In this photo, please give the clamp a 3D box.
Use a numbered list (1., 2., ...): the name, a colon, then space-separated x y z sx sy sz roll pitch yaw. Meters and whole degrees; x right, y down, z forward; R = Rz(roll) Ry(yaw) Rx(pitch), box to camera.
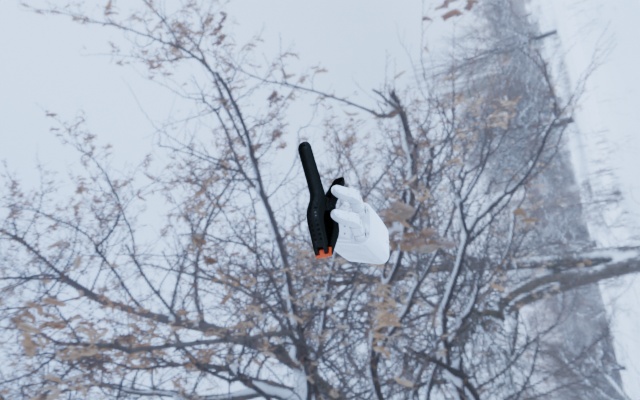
1. clamp: 0.000 0.004 0.892 0.036 0.209 0.165 -14 -37 26
